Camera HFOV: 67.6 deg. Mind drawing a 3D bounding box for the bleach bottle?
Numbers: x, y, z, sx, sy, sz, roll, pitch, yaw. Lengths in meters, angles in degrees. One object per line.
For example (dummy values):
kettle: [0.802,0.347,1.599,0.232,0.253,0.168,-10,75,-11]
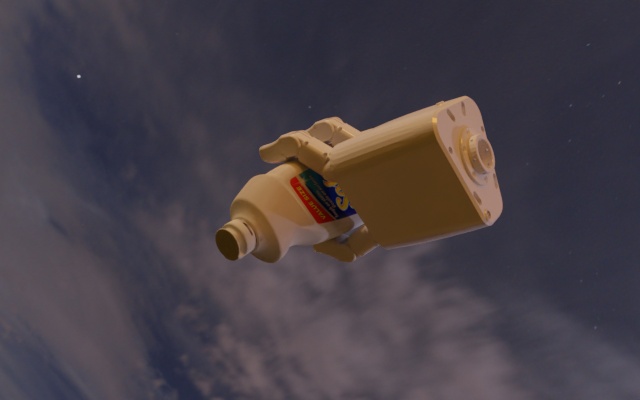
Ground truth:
bleach bottle: [0.000,0.001,0.483,0.068,0.102,0.250,-17,9,42]
